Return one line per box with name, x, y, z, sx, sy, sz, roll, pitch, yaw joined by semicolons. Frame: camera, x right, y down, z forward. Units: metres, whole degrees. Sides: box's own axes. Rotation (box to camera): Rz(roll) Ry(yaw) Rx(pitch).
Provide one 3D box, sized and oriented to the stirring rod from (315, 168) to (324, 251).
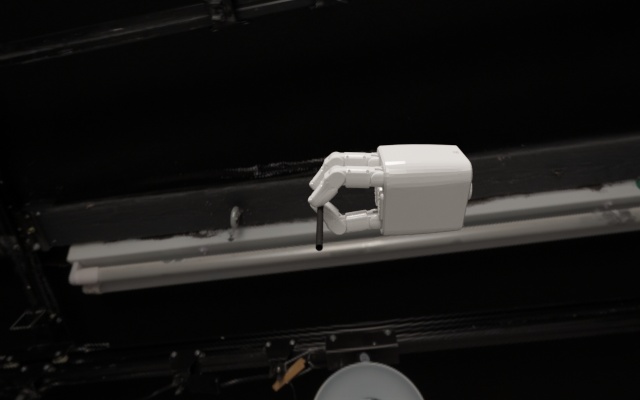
stirring rod;0.000;0.002;0.614;0.011;0.011;0.239;0;24;1
